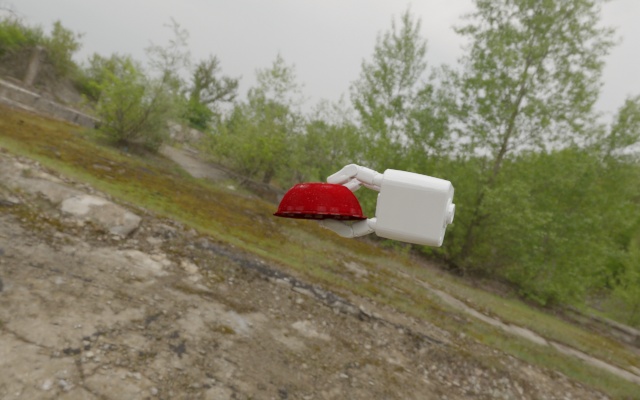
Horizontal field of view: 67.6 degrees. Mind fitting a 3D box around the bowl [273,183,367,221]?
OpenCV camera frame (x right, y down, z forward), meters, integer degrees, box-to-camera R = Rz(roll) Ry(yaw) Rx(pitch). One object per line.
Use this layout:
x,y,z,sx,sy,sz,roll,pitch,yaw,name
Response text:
-0.001,0.002,0.819,0.162,0.055,0.162,2,-6,0,bowl
